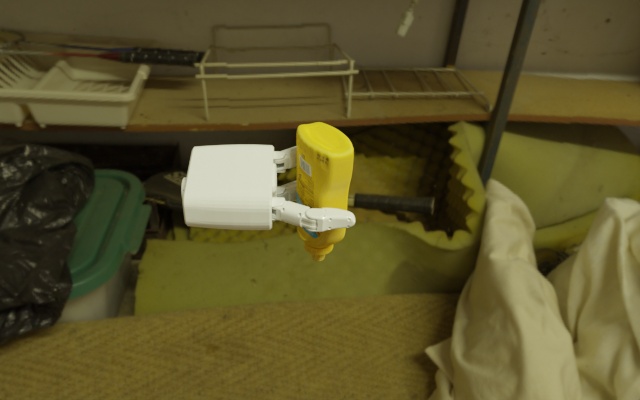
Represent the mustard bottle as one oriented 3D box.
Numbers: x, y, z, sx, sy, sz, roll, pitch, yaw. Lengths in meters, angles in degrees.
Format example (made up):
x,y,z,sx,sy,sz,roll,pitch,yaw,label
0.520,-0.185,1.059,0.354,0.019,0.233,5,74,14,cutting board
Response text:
x,y,z,sx,sy,sz,roll,pitch,yaw,label
0.000,0.002,0.629,0.058,0.192,0.096,-14,37,-25,mustard bottle
